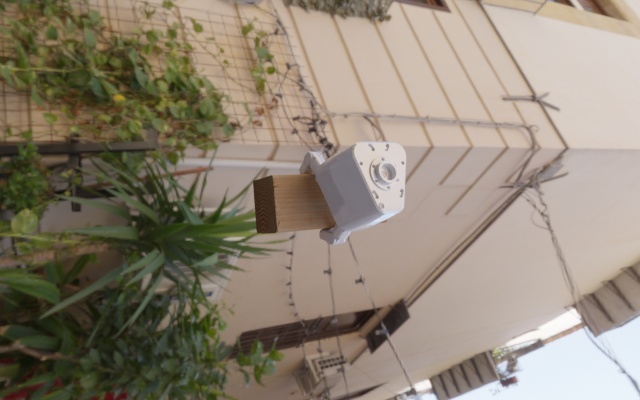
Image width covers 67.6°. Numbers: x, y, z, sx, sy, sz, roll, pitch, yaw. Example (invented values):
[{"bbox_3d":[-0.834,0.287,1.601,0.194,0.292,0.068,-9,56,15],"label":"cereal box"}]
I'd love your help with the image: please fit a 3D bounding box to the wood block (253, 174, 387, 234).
[{"bbox_3d":[0.000,0.003,0.806,0.206,0.091,0.090,-3,-3,-28],"label":"wood block"}]
